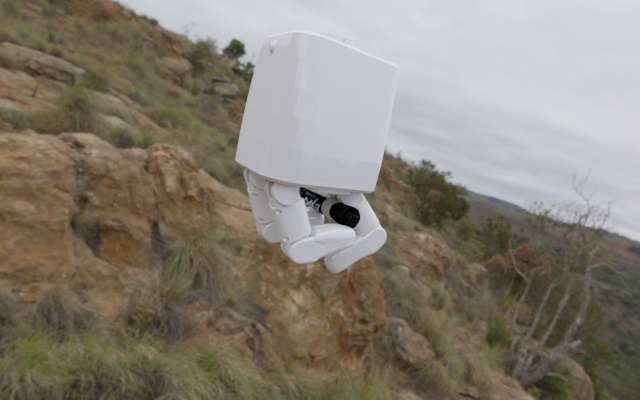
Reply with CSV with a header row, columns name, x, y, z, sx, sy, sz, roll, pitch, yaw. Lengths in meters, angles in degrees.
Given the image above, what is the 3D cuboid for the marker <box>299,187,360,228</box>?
name,x,y,z,sx,sy,sz,roll,pitch,yaw
marker,0.000,0.001,0.430,0.020,0.020,0.121,0,13,-27
